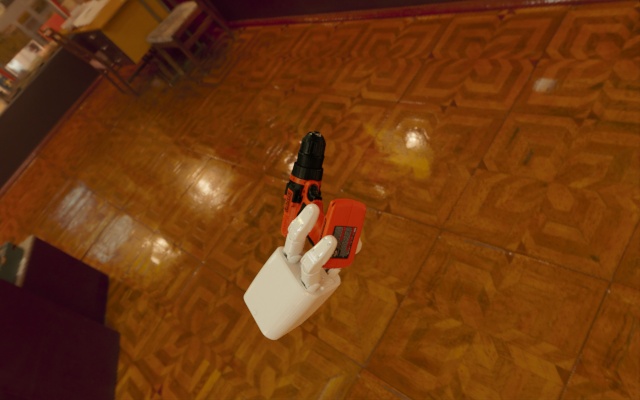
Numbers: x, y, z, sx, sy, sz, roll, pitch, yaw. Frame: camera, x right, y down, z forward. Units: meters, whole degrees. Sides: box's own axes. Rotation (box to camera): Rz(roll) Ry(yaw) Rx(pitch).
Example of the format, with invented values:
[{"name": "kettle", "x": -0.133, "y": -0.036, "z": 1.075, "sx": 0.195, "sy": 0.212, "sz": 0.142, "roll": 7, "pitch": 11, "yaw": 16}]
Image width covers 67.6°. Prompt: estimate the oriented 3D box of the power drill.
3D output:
[{"name": "power drill", "x": 0.000, "y": 0.003, "z": 0.720, "sx": 0.057, "sy": 0.184, "sz": 0.187, "roll": 3, "pitch": 20, "yaw": -24}]
